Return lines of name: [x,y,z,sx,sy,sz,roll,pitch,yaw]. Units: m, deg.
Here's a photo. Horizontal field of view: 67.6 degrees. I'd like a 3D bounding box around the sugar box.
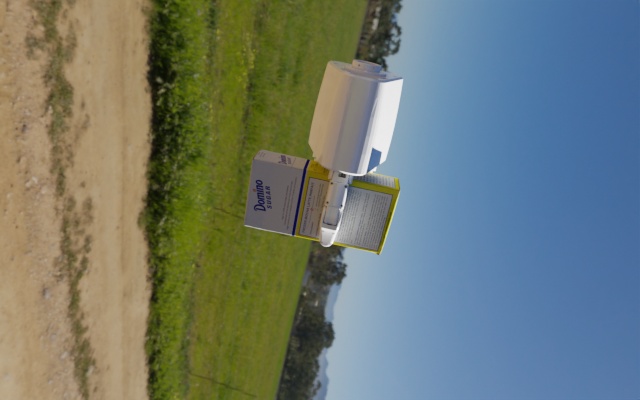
sugar box: [0.000,0.002,0.586,0.176,0.093,0.048,14,25,3]
